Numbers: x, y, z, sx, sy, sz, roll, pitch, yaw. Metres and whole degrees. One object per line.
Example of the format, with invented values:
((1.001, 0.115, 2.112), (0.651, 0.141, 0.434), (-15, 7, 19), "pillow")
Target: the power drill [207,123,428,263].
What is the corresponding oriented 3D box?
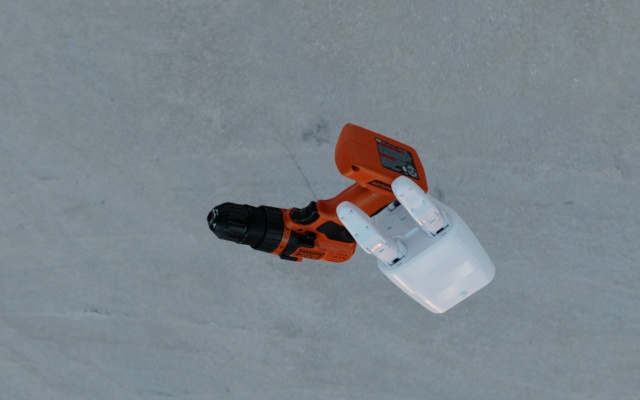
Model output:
((0.001, 0.001, 0.493), (0.184, 0.057, 0.188), (13, -37, -35), "power drill")
